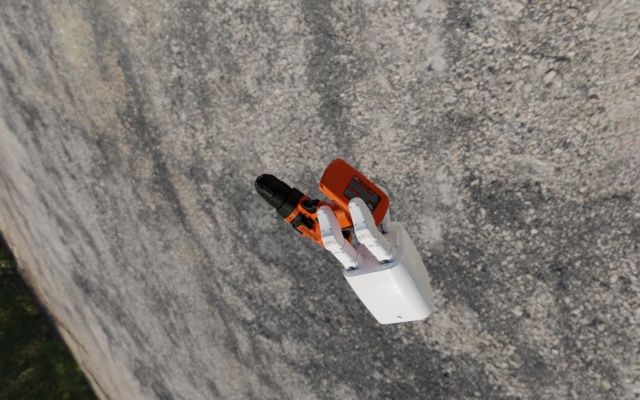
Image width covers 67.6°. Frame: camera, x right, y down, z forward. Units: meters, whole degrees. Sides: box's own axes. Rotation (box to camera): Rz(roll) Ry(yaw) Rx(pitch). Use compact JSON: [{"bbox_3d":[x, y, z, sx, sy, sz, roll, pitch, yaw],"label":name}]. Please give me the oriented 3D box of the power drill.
[{"bbox_3d":[0.000,0.002,0.708,0.184,0.057,0.188,36,-25,-12],"label":"power drill"}]
